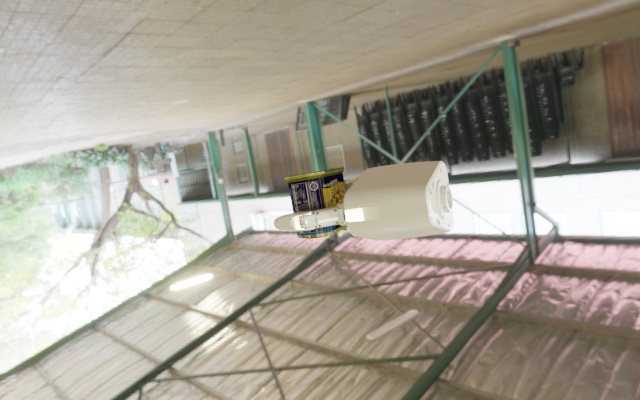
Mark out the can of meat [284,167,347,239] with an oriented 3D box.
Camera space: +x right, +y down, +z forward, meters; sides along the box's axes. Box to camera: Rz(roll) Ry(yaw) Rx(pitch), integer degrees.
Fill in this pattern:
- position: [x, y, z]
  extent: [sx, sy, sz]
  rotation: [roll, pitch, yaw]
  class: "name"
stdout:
- position: [0.000, 0.002, 0.652]
  extent: [0.057, 0.084, 0.102]
  rotation: [-8, 5, 25]
  class: "can of meat"
